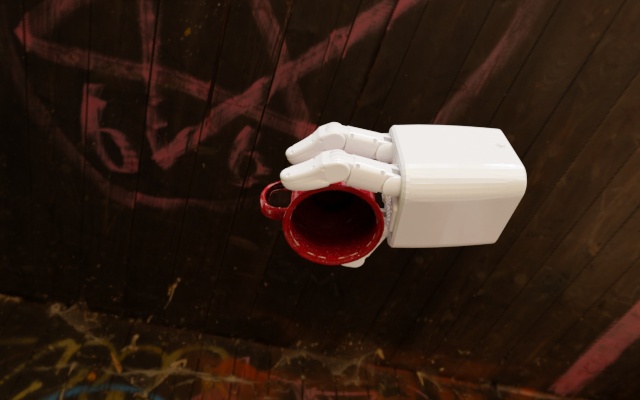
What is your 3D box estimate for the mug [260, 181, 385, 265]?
[{"bbox_3d":[-0.001,0.001,0.467,0.117,0.093,0.081,1,35,-1],"label":"mug"}]
